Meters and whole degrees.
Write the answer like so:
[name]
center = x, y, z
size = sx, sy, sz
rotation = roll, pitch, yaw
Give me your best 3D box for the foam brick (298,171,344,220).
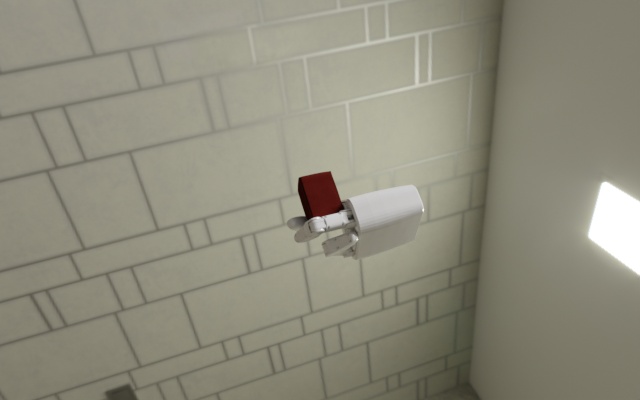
[foam brick]
center = 0.000, 0.002, 0.734
size = 0.051, 0.078, 0.053
rotation = -15, -17, -11
